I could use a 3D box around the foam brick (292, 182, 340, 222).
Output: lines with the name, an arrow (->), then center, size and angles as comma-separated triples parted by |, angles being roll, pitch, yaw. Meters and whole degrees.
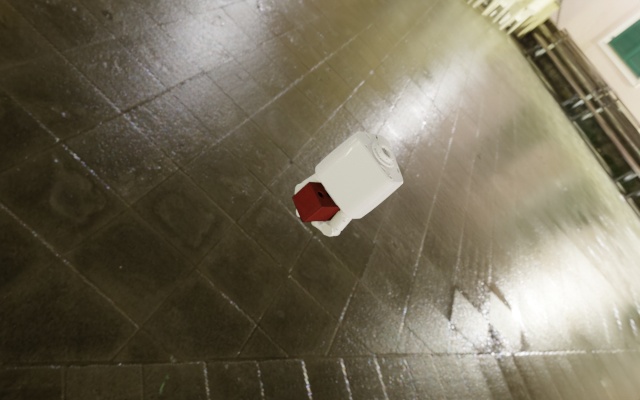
foam brick -> 0.000, 0.003, 0.831 | 0.078, 0.053, 0.051 | 0, -32, -49
